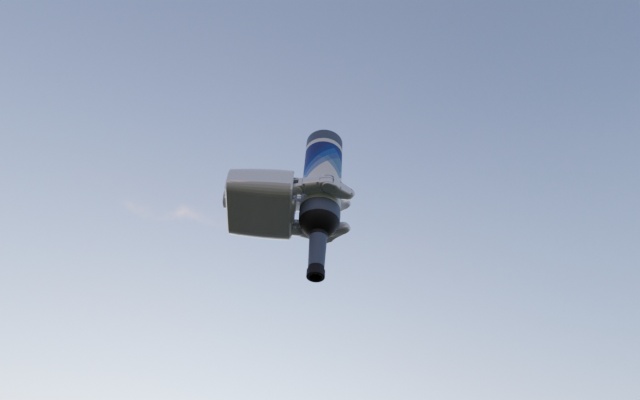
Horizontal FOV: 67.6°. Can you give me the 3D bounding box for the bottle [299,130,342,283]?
[{"bbox_3d":[0.000,0.002,0.783,0.069,0.295,0.069,2,-42,2],"label":"bottle"}]
